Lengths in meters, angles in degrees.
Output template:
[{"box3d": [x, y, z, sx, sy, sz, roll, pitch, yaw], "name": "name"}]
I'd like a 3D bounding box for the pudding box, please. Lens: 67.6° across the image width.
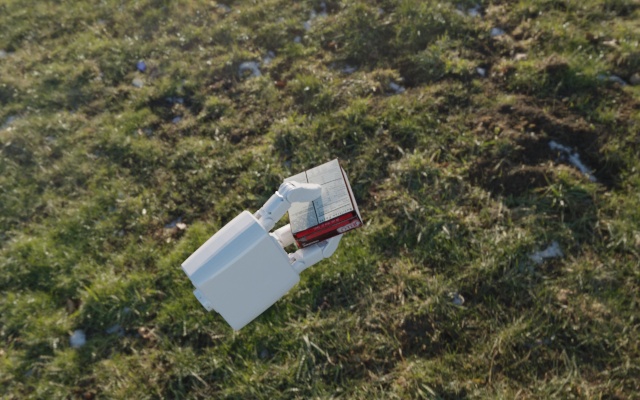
[{"box3d": [0.000, 0.002, 0.650, 0.090, 0.113, 0.039, -21, -44, 7], "name": "pudding box"}]
